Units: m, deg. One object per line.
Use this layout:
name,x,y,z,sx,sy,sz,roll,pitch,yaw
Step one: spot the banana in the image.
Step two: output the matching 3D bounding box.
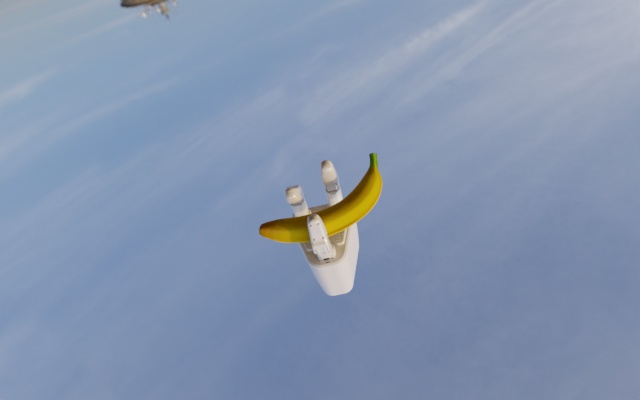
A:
banana,0.013,0.014,0.660,0.198,0.069,0.037,-32,-24,-6
